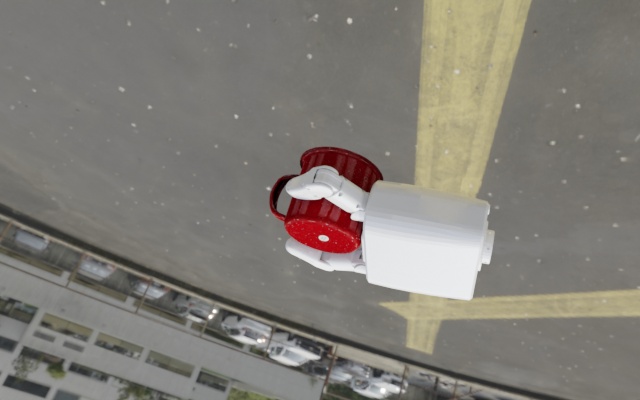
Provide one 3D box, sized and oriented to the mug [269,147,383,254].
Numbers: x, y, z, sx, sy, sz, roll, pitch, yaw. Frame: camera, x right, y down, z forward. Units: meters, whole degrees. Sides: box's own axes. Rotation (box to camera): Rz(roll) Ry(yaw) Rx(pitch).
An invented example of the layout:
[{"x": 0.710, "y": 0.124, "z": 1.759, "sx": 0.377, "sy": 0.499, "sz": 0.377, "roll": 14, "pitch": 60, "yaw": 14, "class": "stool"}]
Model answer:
[{"x": -0.001, "y": 0.002, "z": 0.502, "sx": 0.117, "sy": 0.081, "sz": 0.093, "roll": 9, "pitch": -26, "yaw": 18, "class": "mug"}]
